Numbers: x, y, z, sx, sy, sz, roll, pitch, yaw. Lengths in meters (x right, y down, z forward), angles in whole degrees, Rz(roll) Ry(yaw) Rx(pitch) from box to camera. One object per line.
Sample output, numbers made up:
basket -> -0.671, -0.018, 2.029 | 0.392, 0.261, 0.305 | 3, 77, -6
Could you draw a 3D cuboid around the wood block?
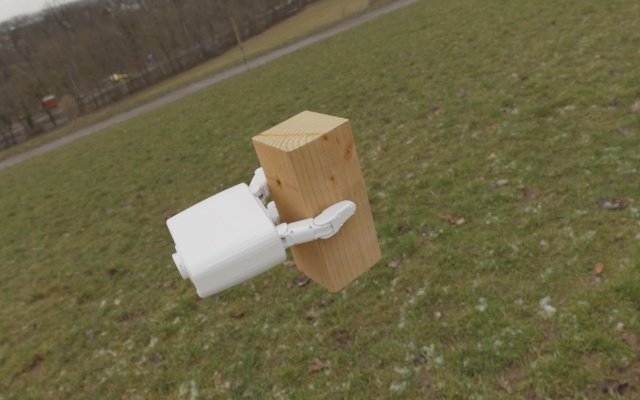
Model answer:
wood block -> 0.000, 0.002, 0.615 | 0.090, 0.206, 0.090 | -32, 33, -25
